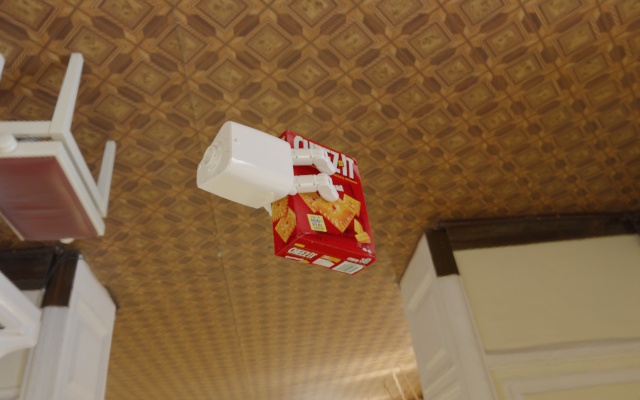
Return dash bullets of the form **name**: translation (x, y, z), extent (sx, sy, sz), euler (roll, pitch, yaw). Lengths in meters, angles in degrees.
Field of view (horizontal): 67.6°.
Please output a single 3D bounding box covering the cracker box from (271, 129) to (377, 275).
- **cracker box**: translation (0.000, 0.003, 0.796), extent (0.164, 0.213, 0.072), euler (20, -42, -35)
